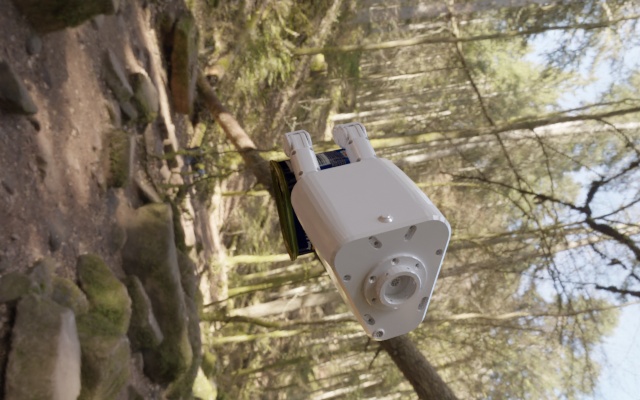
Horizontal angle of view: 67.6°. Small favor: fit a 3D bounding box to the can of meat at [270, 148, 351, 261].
[{"bbox_3d":[0.000,0.002,0.484,0.084,0.102,0.057,-13,26,-11],"label":"can of meat"}]
